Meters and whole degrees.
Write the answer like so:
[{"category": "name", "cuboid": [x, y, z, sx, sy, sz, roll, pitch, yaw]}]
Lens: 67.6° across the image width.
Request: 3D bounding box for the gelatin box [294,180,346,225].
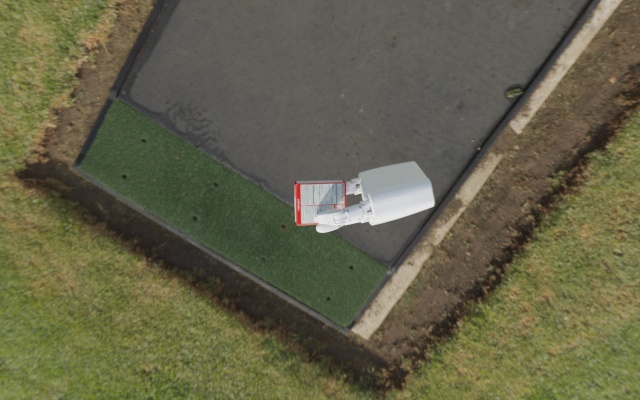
[{"category": "gelatin box", "cuboid": [0.000, 0.003, 0.828, 0.089, 0.073, 0.030, -3, 13, -8]}]
